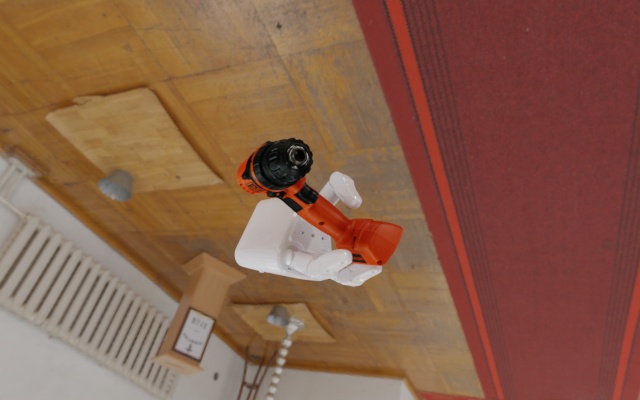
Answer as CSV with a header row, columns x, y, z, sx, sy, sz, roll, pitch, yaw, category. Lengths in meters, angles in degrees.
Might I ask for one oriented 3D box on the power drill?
x,y,z,sx,sy,sz,roll,pitch,yaw,category
0.000,0.002,0.538,0.188,0.057,0.184,37,-14,-16,power drill
